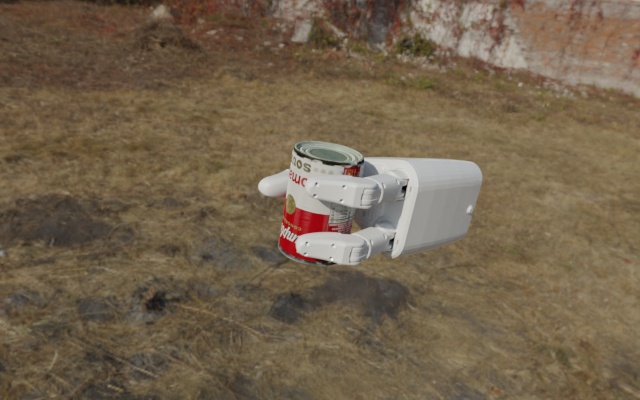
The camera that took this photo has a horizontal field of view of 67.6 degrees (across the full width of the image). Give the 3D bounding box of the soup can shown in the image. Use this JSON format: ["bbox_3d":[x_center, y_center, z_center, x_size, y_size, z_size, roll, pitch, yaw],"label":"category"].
[{"bbox_3d":[0.000,0.001,0.454,0.068,0.102,0.068,9,21,-3],"label":"soup can"}]
